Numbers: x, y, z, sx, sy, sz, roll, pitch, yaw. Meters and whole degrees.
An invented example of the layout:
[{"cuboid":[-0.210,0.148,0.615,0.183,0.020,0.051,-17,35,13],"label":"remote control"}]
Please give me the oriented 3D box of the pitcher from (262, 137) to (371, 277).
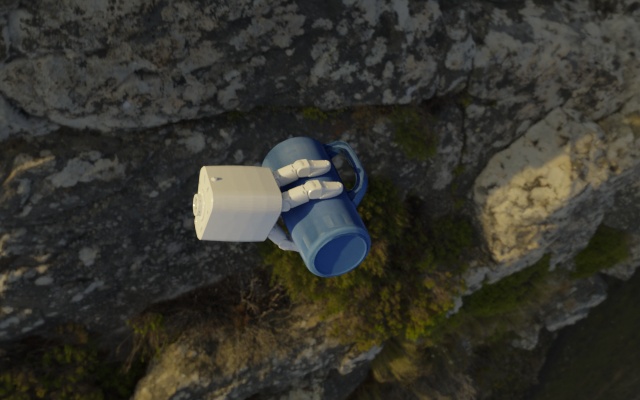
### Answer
[{"cuboid":[0.000,0.003,0.808,0.145,0.149,0.242,3,37,-27],"label":"pitcher"}]
